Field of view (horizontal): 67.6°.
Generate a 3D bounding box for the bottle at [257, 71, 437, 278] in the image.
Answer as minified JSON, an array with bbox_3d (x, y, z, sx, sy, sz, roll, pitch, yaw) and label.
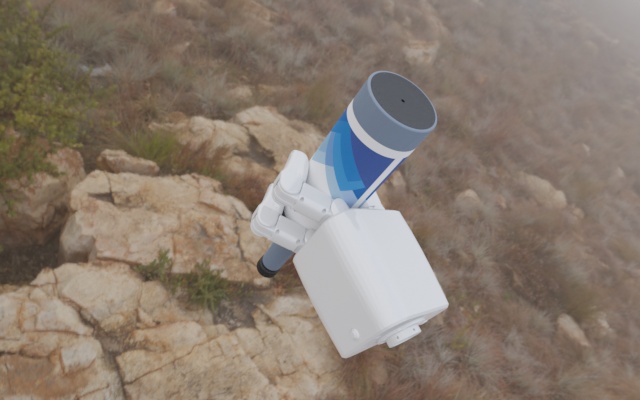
[{"bbox_3d":[0.000,0.001,0.483,0.069,0.069,0.296,0,-34,-33],"label":"bottle"}]
